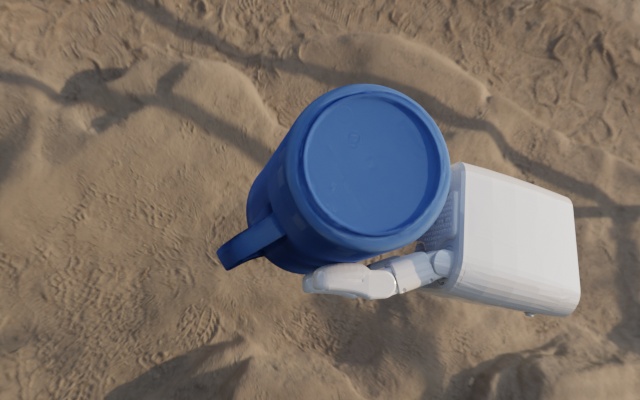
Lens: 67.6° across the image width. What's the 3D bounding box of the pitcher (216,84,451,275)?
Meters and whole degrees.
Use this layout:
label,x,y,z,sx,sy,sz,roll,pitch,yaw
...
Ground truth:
label,x,y,z,sx,sy,sz,roll,pitch,yaw
pitcher,0.000,0.001,0.401,0.145,0.149,0.243,17,-11,-8
